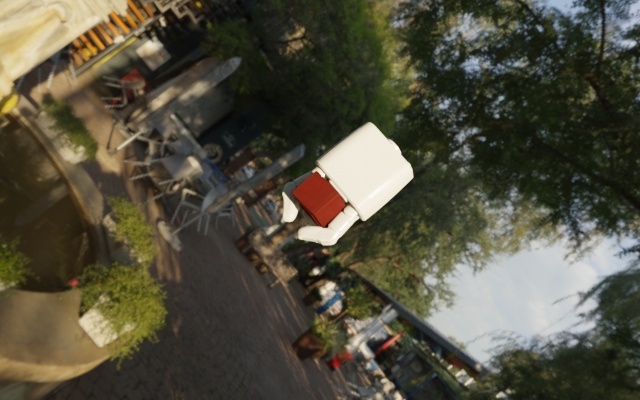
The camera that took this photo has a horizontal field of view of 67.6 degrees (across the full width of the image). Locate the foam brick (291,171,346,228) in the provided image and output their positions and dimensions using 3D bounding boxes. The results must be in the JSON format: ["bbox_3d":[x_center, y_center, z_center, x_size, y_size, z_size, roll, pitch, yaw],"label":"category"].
[{"bbox_3d":[0.000,0.002,0.715,0.051,0.053,0.078,-41,-26,-4],"label":"foam brick"}]
